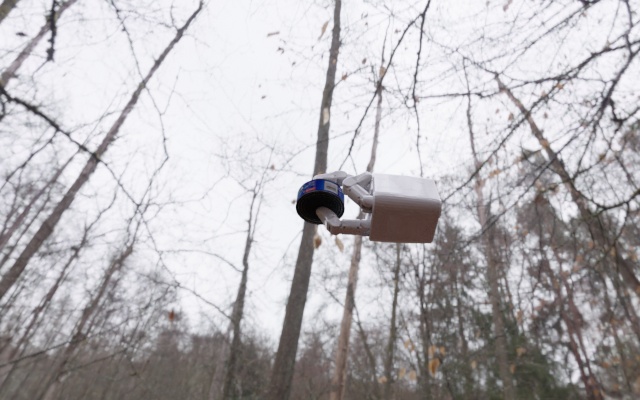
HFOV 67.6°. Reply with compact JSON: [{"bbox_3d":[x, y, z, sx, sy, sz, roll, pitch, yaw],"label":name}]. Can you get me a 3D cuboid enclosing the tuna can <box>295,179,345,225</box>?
[{"bbox_3d":[0.000,0.002,0.833,0.086,0.033,0.086,2,-44,2],"label":"tuna can"}]
